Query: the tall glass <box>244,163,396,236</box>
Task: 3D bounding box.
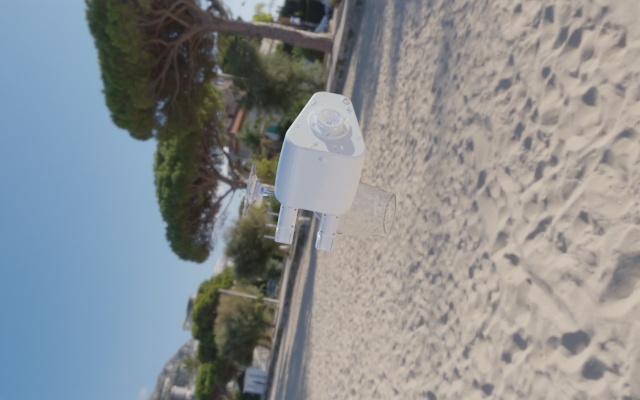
[{"bbox_3d":[-0.001,0.002,0.662,0.201,0.079,0.079,11,-1,-3],"label":"tall glass"}]
